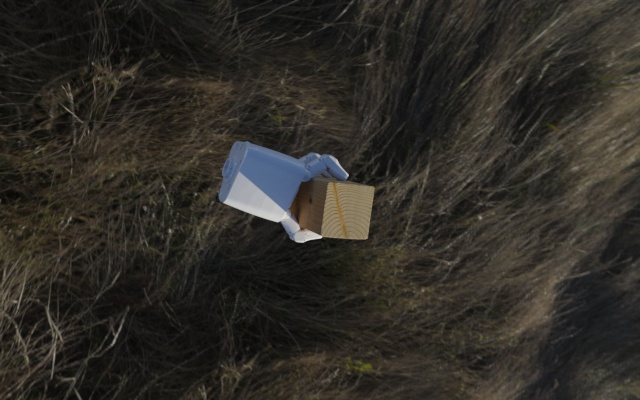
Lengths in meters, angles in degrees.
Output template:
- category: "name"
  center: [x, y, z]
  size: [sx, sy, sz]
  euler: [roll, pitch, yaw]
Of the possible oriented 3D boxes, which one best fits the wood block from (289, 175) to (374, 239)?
- category: "wood block"
  center: [0.000, 0.003, 0.857]
  size: [0.090, 0.091, 0.206]
  euler: [5, 6, -26]
